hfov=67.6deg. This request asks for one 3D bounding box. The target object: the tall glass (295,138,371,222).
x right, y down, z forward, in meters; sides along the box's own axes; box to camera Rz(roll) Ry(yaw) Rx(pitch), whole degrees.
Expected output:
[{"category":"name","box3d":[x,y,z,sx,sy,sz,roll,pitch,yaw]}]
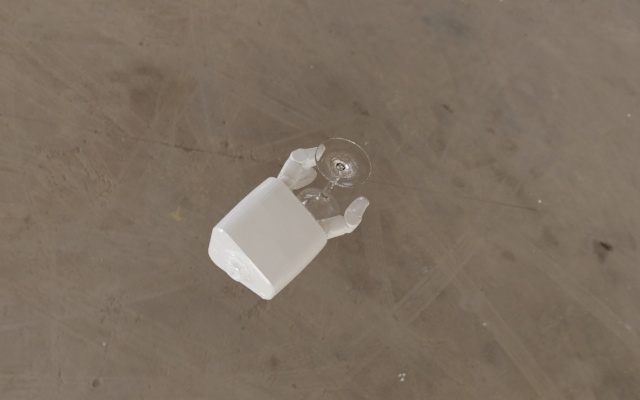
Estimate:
[{"category":"tall glass","box3d":[0.000,0.002,0.677,0.079,0.079,0.201,0,-30,-19]}]
